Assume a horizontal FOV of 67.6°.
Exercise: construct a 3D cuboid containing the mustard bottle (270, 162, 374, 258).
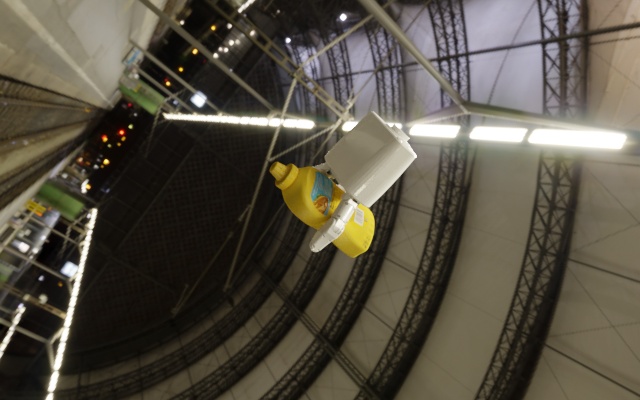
[{"bbox_3d":[0.000,0.003,0.742,0.192,0.096,0.058,38,-50,-24],"label":"mustard bottle"}]
